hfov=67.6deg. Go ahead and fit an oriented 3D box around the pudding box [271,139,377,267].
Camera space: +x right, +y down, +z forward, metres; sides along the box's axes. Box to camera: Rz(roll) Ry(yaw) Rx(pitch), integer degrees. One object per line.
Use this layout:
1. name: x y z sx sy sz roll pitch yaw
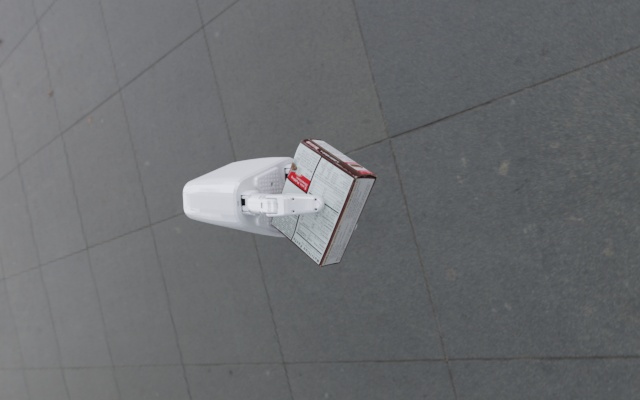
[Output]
1. pudding box: 0.000 0.002 0.520 0.039 0.113 0.090 -8 36 -47
